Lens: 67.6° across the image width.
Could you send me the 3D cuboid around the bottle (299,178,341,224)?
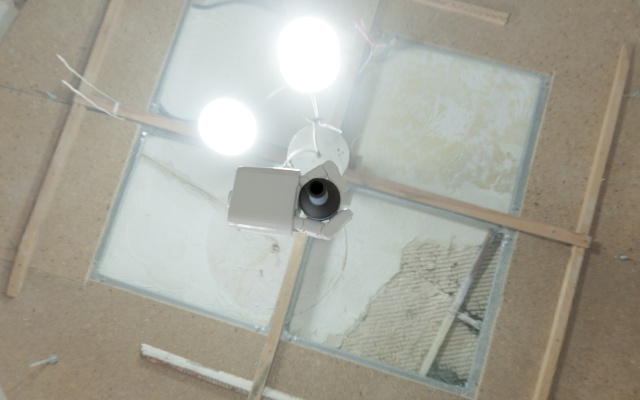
[{"bbox_3d":[0.000,0.003,0.785,0.069,0.069,0.296,0,-8,2],"label":"bottle"}]
